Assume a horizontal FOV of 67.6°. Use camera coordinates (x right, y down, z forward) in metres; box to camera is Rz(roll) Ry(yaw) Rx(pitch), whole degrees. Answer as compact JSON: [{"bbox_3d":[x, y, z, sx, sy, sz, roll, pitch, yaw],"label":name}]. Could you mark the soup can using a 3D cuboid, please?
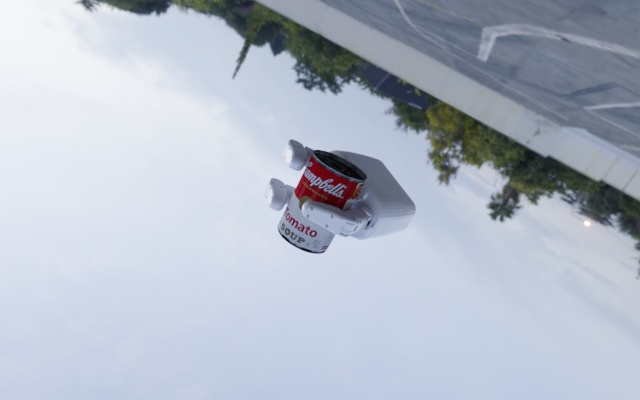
[{"bbox_3d":[0.000,0.002,0.551,0.068,0.102,0.068,25,19,-9],"label":"soup can"}]
